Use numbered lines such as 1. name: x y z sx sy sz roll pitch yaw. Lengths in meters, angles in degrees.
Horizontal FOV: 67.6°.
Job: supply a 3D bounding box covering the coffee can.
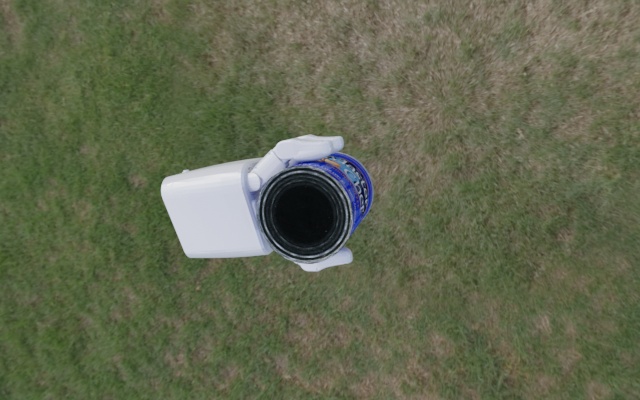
1. coffee can: 0.000 0.002 0.547 0.103 0.103 0.140 0 11 15
